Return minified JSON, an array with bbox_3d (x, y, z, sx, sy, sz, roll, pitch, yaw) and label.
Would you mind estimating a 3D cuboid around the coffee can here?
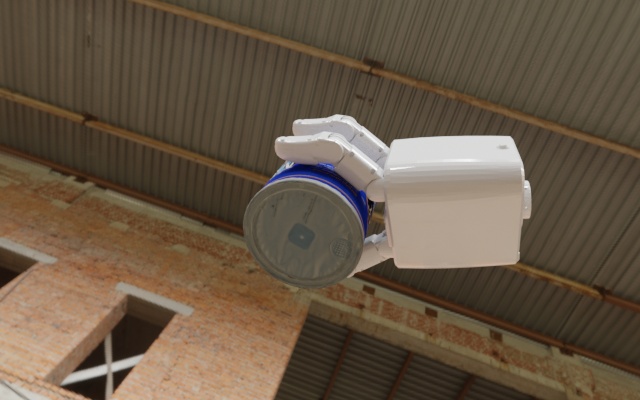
[{"bbox_3d":[0.000,0.002,0.453,0.103,0.103,0.140,0,25,14],"label":"coffee can"}]
